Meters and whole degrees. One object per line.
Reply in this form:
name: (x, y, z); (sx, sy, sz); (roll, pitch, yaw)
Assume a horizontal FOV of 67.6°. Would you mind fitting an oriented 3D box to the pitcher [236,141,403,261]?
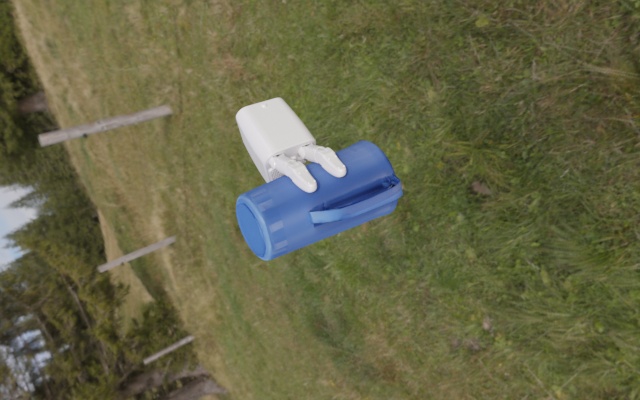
pitcher: (0.000, 0.002, 0.755); (0.243, 0.145, 0.149); (-23, -24, -26)
